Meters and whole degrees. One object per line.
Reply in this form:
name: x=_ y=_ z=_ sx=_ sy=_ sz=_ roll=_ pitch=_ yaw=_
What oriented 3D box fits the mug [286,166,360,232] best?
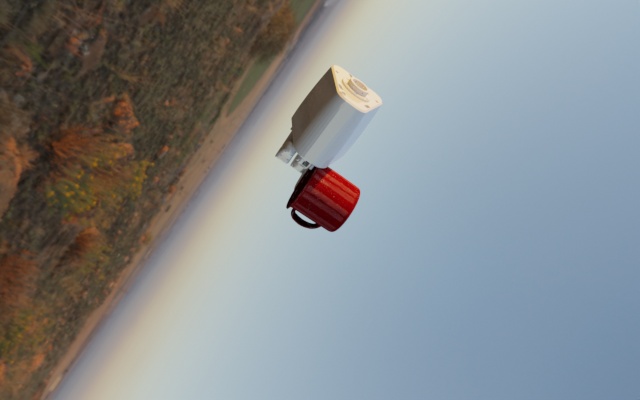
mug: x=-0.001 y=0.003 z=0.732 sx=0.081 sy=0.117 sz=0.093 roll=33 pitch=33 yaw=-10
